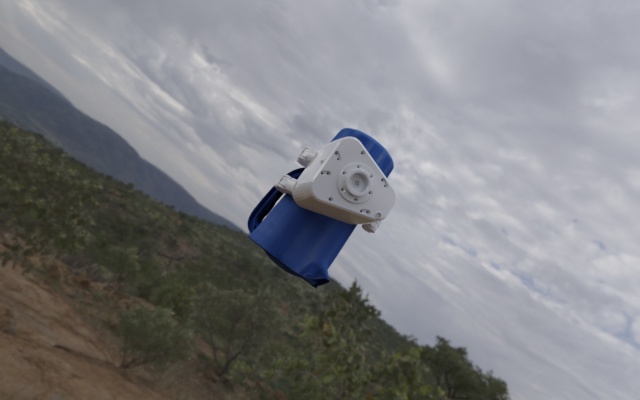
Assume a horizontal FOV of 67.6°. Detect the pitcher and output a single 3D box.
[{"bbox_3d":[0.000,0.003,0.765,0.149,0.243,0.145,38,-10,-8],"label":"pitcher"}]
